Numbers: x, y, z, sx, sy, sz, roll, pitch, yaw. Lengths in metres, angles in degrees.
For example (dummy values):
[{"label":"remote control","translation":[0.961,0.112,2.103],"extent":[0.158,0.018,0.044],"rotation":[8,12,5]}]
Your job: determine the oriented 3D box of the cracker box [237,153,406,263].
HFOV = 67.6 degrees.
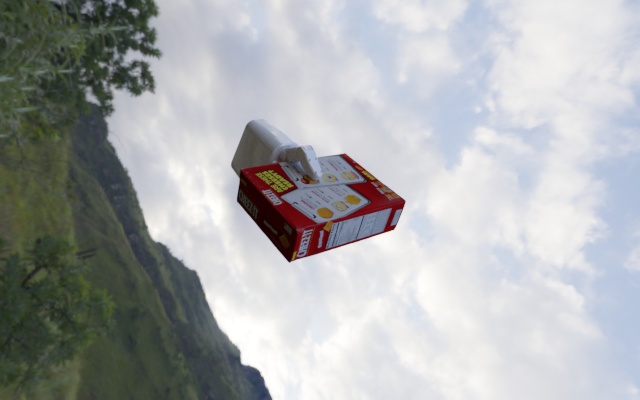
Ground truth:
[{"label":"cracker box","translation":[0.000,0.002,0.760],"extent":[0.213,0.072,0.164],"rotation":[-13,41,-35]}]
